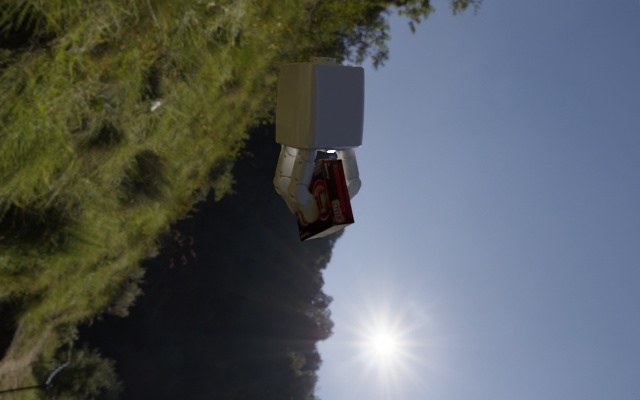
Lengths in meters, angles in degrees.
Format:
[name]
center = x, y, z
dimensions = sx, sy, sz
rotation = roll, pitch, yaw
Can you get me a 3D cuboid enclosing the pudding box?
[pudding box]
center = 0.000, 0.002, 0.663
dimensions = 0.039, 0.090, 0.113
rotation = -5, -13, -24
